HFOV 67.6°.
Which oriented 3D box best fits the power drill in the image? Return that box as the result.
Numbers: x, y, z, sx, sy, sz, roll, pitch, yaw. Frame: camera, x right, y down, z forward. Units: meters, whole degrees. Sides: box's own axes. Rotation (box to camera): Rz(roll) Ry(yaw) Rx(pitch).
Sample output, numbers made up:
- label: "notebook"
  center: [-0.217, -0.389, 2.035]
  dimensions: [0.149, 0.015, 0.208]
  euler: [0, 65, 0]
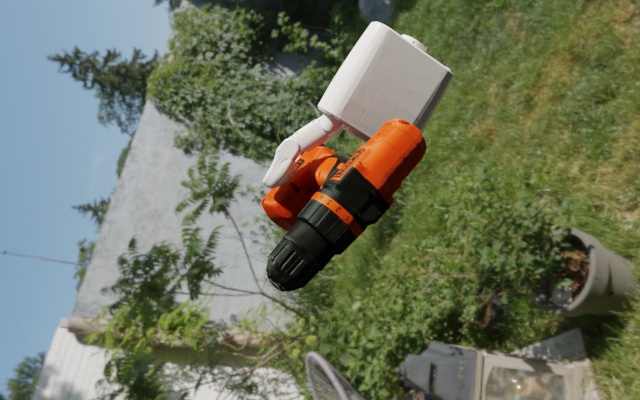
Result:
- label: "power drill"
  center: [0.000, 0.001, 0.474]
  dimensions: [0.184, 0.057, 0.187]
  euler: [-46, 17, -12]
